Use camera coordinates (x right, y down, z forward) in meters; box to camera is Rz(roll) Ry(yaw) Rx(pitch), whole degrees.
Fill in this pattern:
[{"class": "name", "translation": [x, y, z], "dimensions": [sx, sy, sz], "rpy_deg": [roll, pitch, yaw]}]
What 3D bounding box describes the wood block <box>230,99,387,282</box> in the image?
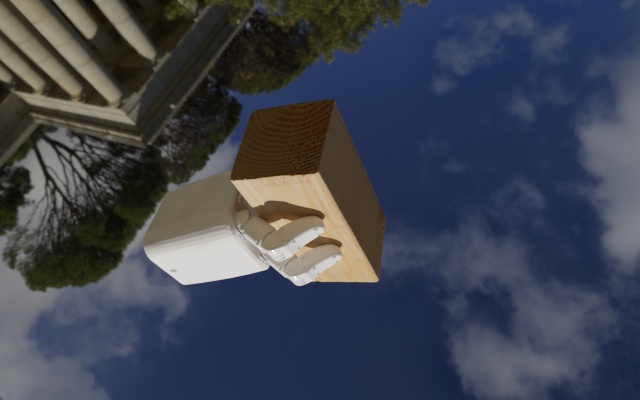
[{"class": "wood block", "translation": [0.000, 0.002, 0.512], "dimensions": [0.090, 0.090, 0.206], "rpy_deg": [-4, -35, 22]}]
